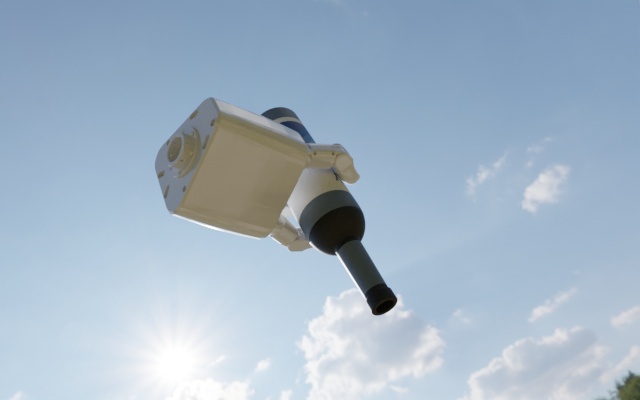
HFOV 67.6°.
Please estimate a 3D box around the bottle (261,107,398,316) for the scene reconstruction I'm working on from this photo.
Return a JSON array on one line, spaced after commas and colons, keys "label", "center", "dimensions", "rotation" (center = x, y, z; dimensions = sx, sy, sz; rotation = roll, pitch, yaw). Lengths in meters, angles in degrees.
[{"label": "bottle", "center": [0.000, 0.002, 0.533], "dimensions": [0.069, 0.069, 0.295], "rotation": [0, 41, -32]}]
